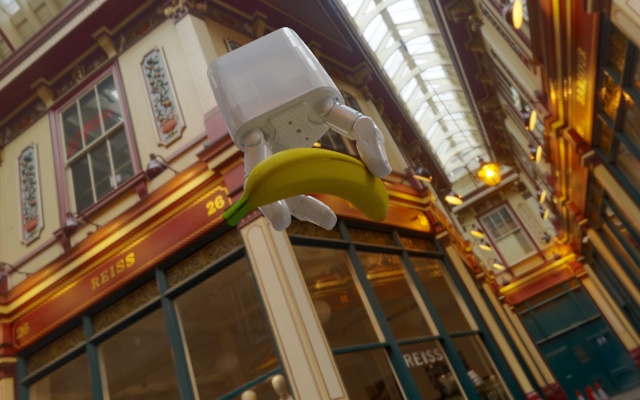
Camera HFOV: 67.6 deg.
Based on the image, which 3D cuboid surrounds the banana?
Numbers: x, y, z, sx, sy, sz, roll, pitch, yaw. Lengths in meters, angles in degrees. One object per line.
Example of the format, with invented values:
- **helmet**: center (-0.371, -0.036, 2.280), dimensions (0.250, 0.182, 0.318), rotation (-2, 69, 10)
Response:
- **banana**: center (0.007, -0.012, 0.421), dimensions (0.198, 0.037, 0.070), rotation (3, -47, -44)
